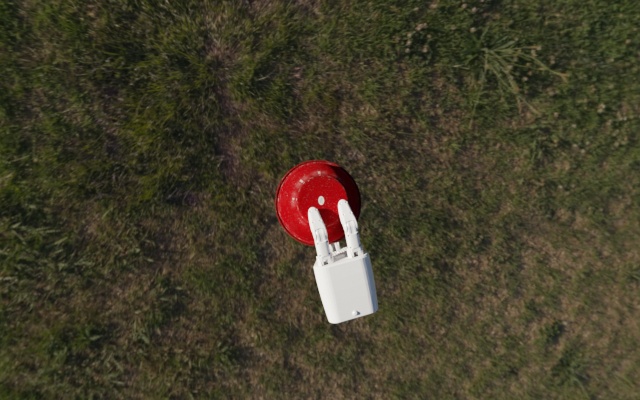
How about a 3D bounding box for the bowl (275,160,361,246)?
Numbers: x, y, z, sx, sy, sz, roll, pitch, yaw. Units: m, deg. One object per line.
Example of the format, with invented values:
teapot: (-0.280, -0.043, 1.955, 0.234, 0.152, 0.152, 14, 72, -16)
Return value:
bowl: (0.000, 0.002, 0.863, 0.162, 0.162, 0.055, 0, -4, -8)
